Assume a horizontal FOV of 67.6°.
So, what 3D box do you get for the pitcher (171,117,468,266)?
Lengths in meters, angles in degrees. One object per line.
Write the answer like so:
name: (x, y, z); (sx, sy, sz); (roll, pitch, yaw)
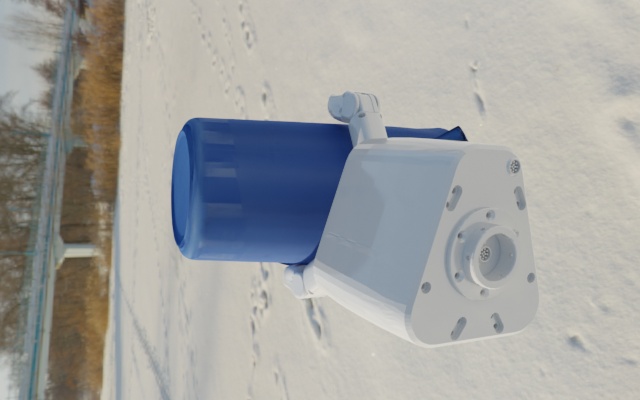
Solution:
pitcher: (0.000, 0.001, 0.417); (0.243, 0.149, 0.145); (2, 6, -25)
